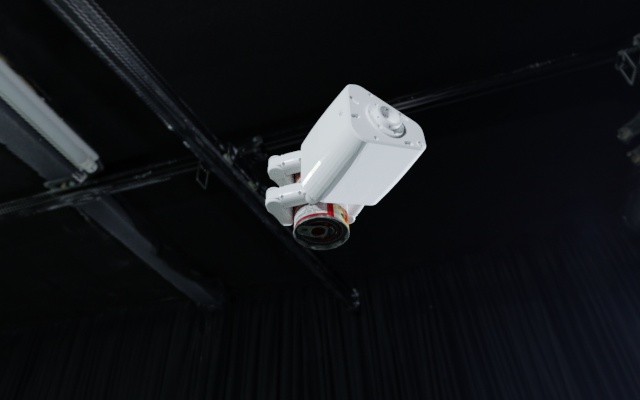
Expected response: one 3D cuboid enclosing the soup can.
[{"bbox_3d":[0.000,0.002,0.608,0.068,0.102,0.069,-1,-40,-1],"label":"soup can"}]
